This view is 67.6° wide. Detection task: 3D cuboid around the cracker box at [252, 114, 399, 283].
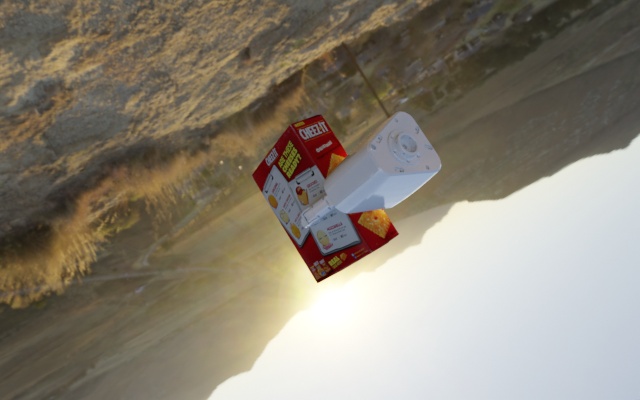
[{"bbox_3d":[0.000,0.003,0.738,0.072,0.213,0.164,-26,-9,-37],"label":"cracker box"}]
